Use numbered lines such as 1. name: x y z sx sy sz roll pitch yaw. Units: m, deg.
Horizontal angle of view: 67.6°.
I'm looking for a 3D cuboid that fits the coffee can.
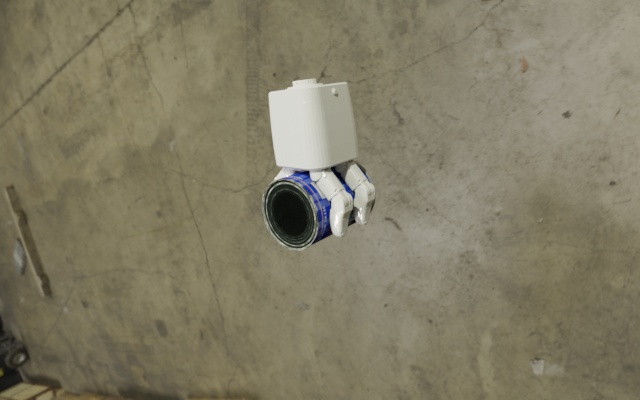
1. coffee can: 0.000 0.002 0.696 0.103 0.103 0.140 0 15 40
